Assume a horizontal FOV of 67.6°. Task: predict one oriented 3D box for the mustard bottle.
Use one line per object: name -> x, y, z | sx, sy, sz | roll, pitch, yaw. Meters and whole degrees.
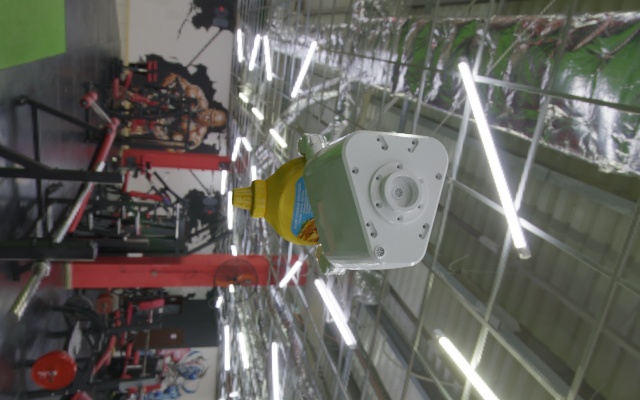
mustard bottle -> 0.000, 0.002, 0.524 | 0.191, 0.096, 0.058 | 3, 17, -16
